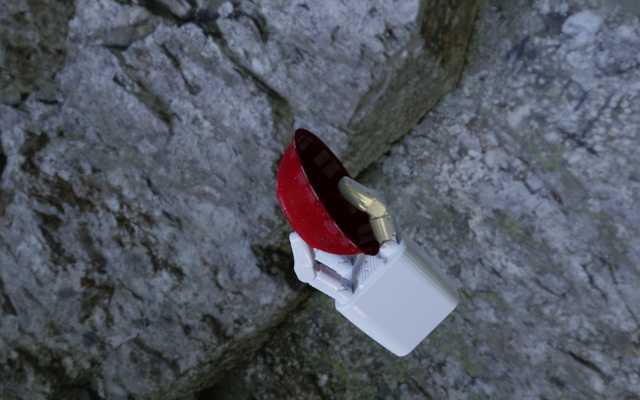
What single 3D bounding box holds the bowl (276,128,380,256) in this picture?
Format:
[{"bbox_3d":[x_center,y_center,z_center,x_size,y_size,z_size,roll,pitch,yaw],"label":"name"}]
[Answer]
[{"bbox_3d":[-0.001,0.001,0.530,0.055,0.162,0.162,-32,-11,17],"label":"bowl"}]
